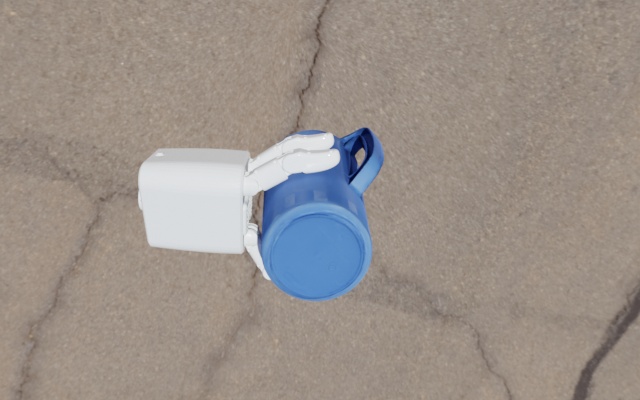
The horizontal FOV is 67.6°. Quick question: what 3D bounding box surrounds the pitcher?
[{"bbox_3d":[0.000,0.002,0.559,0.145,0.149,0.242,3,22,-4],"label":"pitcher"}]
